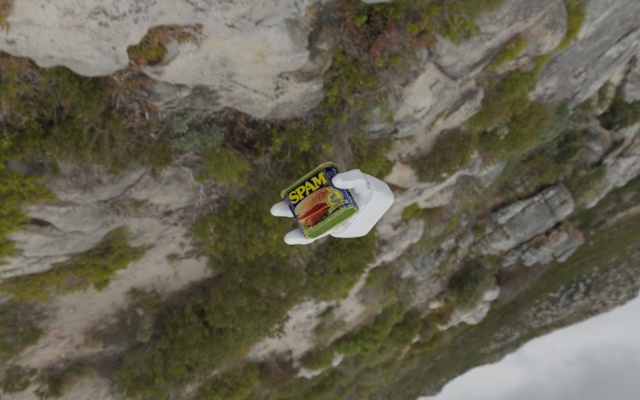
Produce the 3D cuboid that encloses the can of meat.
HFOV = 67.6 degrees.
[{"bbox_3d":[0.000,0.003,0.758,0.102,0.084,0.057,-33,-19,17],"label":"can of meat"}]
